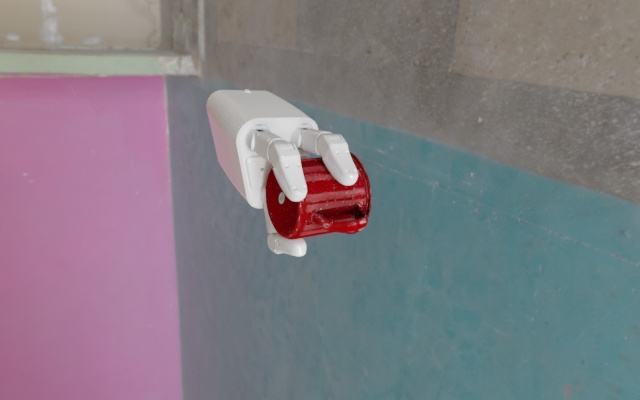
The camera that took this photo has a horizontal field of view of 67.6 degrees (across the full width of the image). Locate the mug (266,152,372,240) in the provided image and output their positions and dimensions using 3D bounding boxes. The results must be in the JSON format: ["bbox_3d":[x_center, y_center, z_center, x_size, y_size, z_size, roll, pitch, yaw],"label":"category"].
[{"bbox_3d":[0.001,0.002,0.496,0.081,0.093,0.117,-8,33,-32],"label":"mug"}]
